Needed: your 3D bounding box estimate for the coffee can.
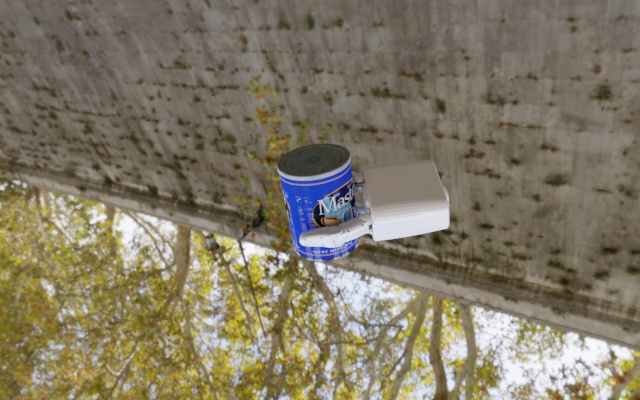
[{"bbox_3d":[0.000,0.002,0.690,0.103,0.140,0.102,-7,30,4],"label":"coffee can"}]
